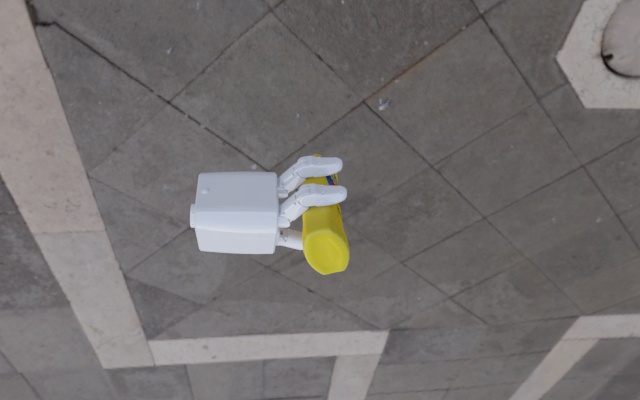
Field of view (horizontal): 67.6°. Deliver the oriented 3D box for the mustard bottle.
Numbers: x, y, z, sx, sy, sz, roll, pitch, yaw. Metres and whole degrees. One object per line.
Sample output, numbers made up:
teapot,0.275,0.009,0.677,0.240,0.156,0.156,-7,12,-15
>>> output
mustard bottle,0.000,0.002,0.676,0.058,0.191,0.096,-15,-44,8
